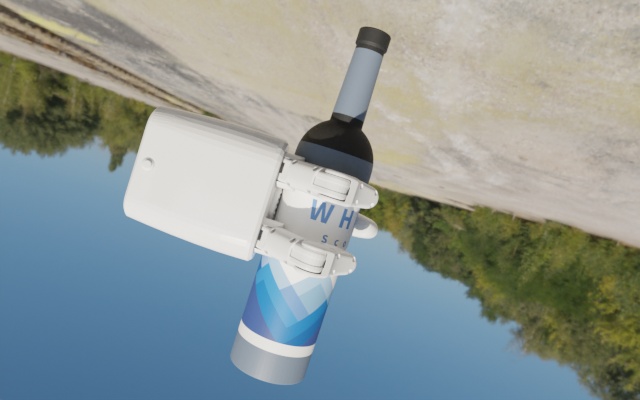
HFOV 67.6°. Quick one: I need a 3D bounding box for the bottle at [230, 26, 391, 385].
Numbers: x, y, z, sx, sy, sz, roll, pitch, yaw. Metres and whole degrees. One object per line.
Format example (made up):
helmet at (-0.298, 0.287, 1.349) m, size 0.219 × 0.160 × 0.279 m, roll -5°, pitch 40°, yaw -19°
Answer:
bottle at (0.000, 0.002, 0.402) m, size 0.069 × 0.296 × 0.069 m, roll 18°, pitch 3°, yaw -1°
